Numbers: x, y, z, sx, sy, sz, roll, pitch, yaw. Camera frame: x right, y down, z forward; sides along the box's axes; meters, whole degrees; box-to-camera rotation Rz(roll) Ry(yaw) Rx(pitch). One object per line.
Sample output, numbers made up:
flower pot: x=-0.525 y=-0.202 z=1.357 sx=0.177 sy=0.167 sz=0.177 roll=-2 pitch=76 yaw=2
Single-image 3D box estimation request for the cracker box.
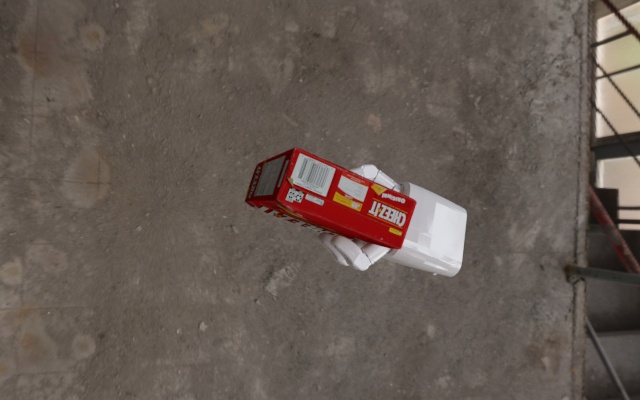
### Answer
cracker box: x=0.000 y=0.002 z=0.635 sx=0.164 sy=0.072 sz=0.213 roll=22 pitch=-8 yaw=-17
